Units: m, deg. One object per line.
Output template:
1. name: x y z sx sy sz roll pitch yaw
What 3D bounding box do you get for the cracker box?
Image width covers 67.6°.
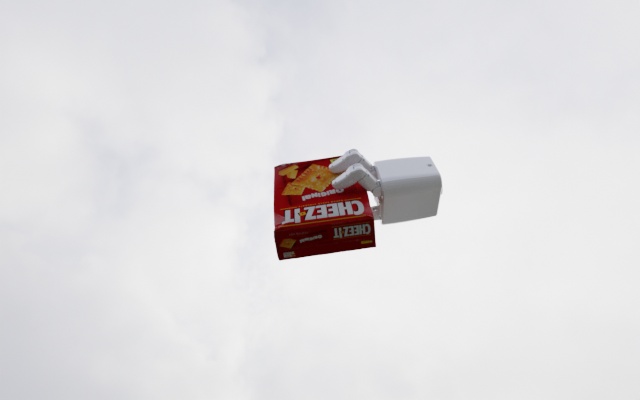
1. cracker box: 0.000 0.003 0.849 0.164 0.072 0.213 -8 34 0
